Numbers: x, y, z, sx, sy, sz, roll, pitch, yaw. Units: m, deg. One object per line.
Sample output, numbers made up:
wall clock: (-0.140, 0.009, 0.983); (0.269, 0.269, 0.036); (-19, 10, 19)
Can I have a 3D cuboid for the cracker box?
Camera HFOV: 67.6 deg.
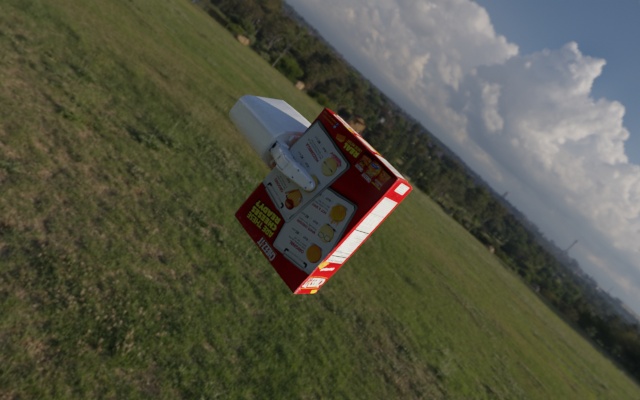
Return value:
cracker box: (0.000, 0.002, 0.688); (0.164, 0.214, 0.072); (48, 14, 28)
